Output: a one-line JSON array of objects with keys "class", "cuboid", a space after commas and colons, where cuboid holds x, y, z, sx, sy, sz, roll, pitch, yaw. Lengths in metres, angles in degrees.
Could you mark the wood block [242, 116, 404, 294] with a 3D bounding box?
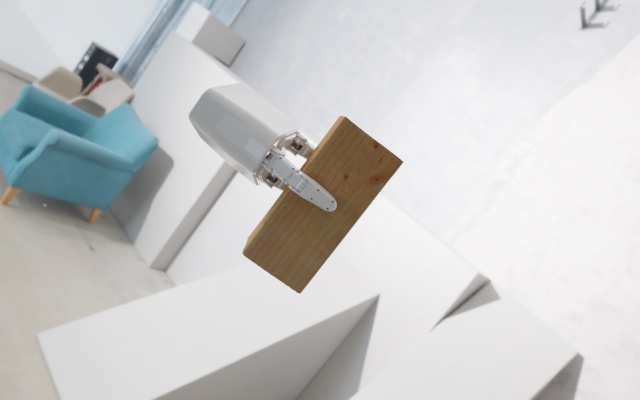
[{"class": "wood block", "cuboid": [0.000, 0.002, 0.609, 0.090, 0.206, 0.091, 36, 8, -8]}]
